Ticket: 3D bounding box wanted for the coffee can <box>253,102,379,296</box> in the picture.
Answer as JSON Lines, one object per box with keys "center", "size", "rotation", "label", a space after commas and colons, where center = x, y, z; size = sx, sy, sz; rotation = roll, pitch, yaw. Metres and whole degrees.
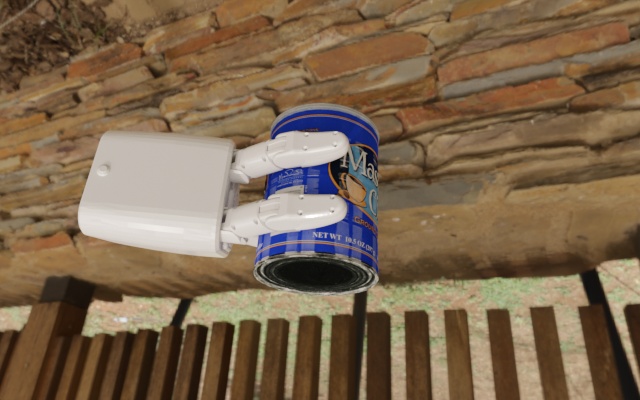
{"center": [0.000, 0.001, 0.420], "size": [0.103, 0.140, 0.103], "rotation": [3, -27, 1], "label": "coffee can"}
